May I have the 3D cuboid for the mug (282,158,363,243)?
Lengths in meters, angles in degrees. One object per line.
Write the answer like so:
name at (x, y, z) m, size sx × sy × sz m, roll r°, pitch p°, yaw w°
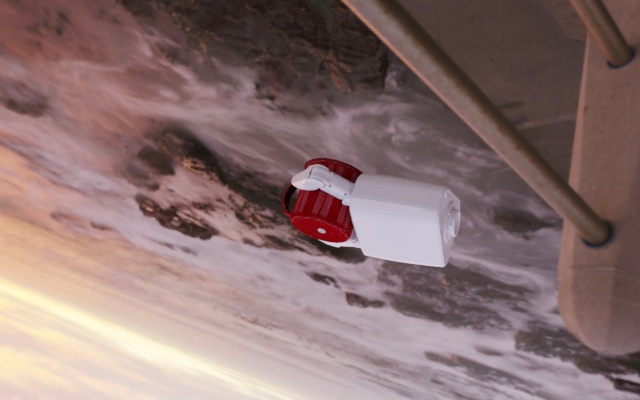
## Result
mug at (-0.001, 0.002, 0.626) m, size 0.117 × 0.081 × 0.093 m, roll 7°, pitch -24°, yaw 28°
